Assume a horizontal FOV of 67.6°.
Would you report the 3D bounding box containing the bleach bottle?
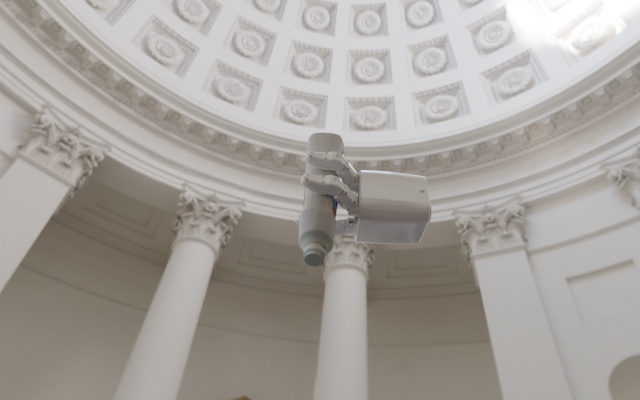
[{"bbox_3d":[0.000,0.002,0.751,0.068,0.103,0.250,3,44,3],"label":"bleach bottle"}]
